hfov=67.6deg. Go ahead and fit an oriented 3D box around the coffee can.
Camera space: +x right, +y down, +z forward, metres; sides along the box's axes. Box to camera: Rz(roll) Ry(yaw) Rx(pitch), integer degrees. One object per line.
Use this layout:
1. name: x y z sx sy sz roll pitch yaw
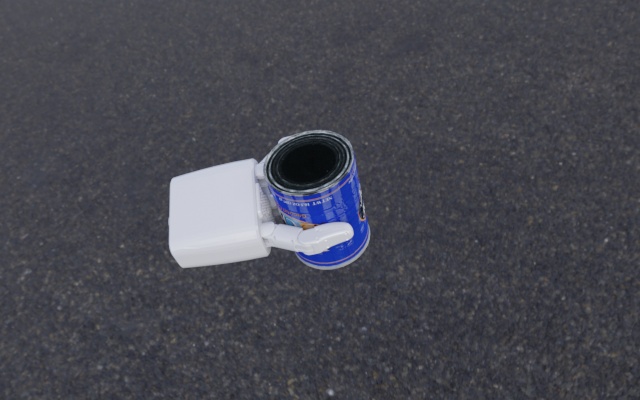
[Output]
1. coffee can: 0.000 0.002 0.574 0.103 0.102 0.140 0 -41 15
